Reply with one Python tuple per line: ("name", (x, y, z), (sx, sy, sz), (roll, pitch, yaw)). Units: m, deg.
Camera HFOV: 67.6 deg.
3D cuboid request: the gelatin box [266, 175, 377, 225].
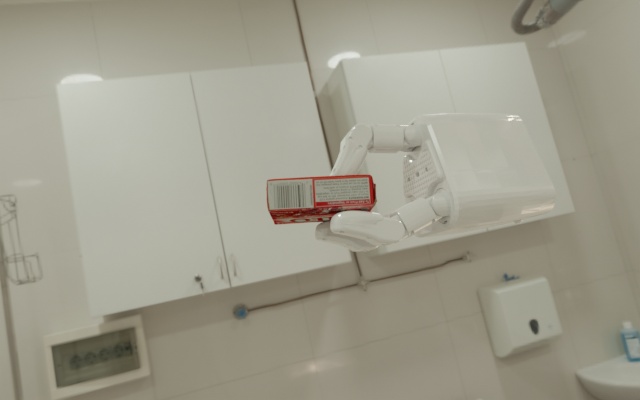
("gelatin box", (0.000, 0.001, 0.419), (0.089, 0.030, 0.073), (-3, -11, -2))
